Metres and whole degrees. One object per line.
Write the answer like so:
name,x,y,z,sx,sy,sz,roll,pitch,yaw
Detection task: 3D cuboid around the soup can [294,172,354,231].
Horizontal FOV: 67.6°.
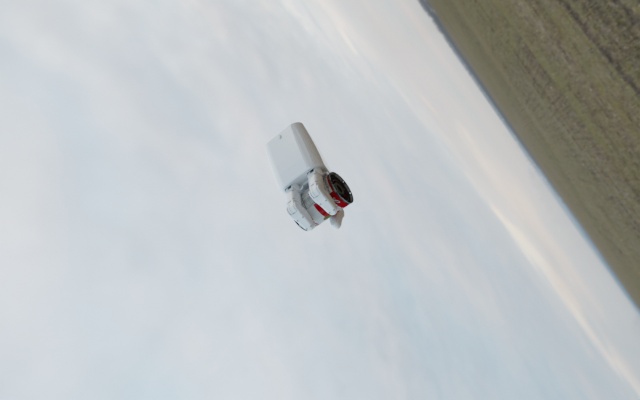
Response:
soup can,0.000,0.003,0.876,0.102,0.068,0.068,-35,-15,22
